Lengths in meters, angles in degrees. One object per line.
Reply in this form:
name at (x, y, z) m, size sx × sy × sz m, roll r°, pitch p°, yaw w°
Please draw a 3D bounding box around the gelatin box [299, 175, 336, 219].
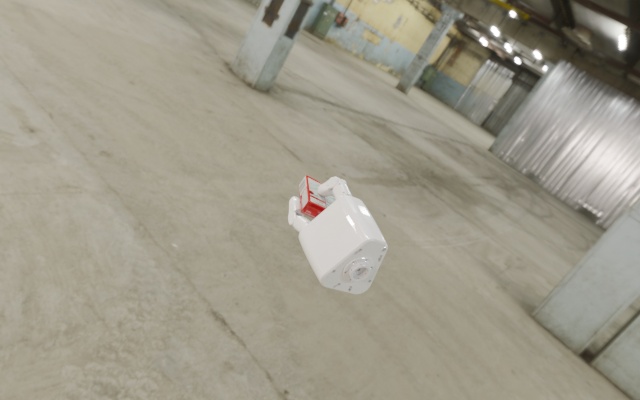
gelatin box at (0.000, 0.002, 0.840) m, size 0.073 × 0.030 × 0.089 m, roll 27°, pitch 28°, yaw -22°
